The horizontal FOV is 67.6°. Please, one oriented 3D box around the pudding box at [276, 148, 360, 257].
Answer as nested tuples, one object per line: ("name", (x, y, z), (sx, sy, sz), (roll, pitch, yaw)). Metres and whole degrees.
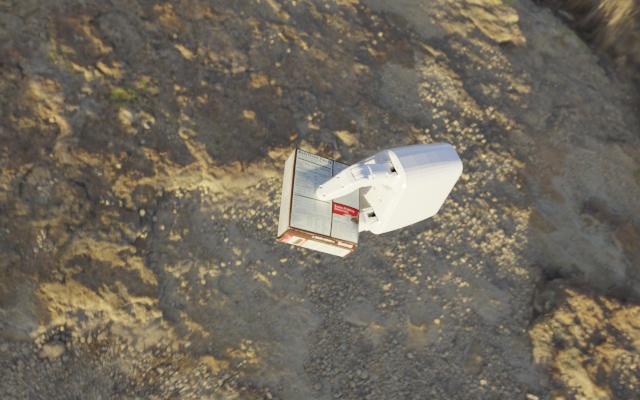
("pudding box", (0.000, 0.002, 0.565), (0.090, 0.113, 0.039), (15, -35, -19))
